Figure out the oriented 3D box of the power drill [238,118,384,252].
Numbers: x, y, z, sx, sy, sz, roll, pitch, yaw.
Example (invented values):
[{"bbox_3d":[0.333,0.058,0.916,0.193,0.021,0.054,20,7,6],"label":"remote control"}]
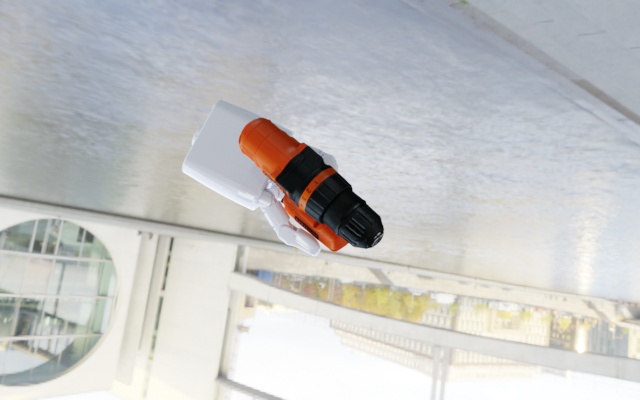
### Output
[{"bbox_3d":[0.000,0.002,0.544,0.184,0.057,0.188,43,-9,18],"label":"power drill"}]
